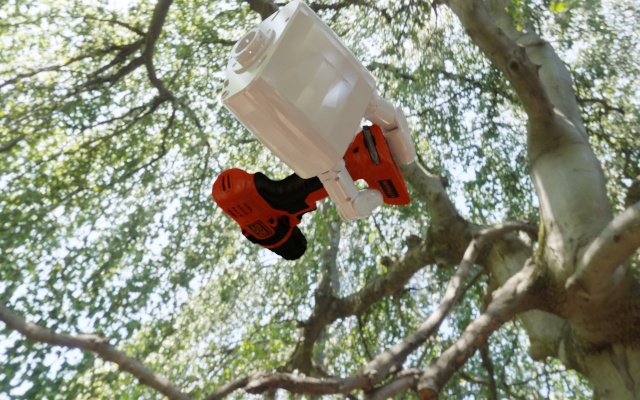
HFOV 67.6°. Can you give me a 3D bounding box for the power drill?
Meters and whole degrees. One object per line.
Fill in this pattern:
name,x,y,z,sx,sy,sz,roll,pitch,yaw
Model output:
power drill,0.000,0.001,0.532,0.187,0.057,0.184,-22,-32,11
